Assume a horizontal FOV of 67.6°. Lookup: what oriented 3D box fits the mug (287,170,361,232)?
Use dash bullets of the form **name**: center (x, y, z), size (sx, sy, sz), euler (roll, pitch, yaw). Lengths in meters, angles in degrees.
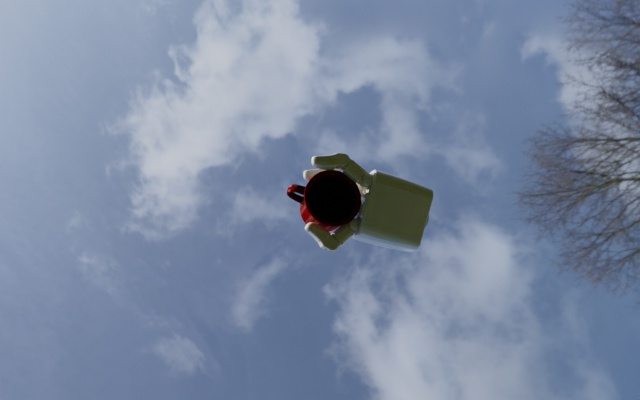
- **mug**: center (-0.001, 0.002, 0.786), size (0.117, 0.093, 0.081), euler (17, -18, -8)
